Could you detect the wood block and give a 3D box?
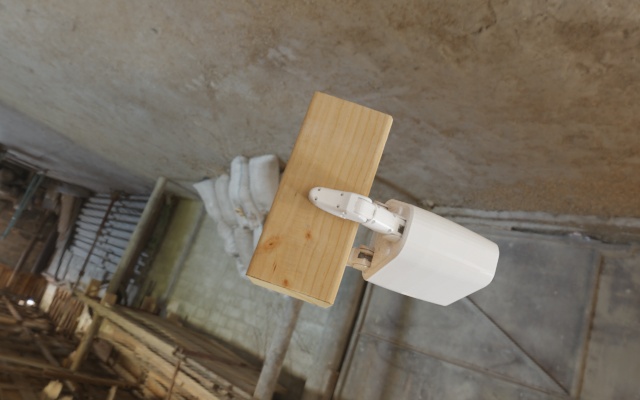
[{"bbox_3d":[0.000,0.002,0.519,0.090,0.206,0.091,19,-15,1],"label":"wood block"}]
